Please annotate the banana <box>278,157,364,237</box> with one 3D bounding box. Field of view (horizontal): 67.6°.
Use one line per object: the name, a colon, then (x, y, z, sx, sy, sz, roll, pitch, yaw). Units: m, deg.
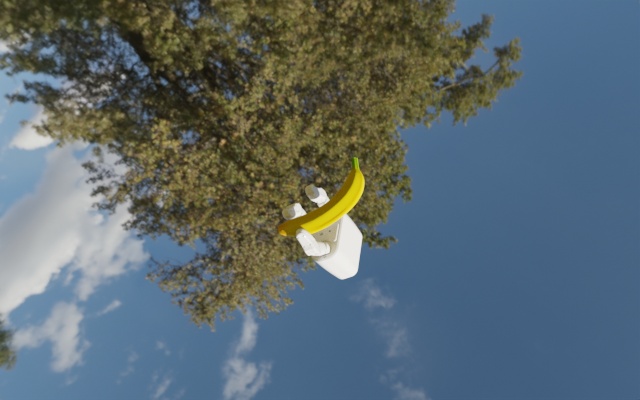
banana: (0.011, 0.012, 0.857, 0.037, 0.198, 0.069, 43, 7, -49)
